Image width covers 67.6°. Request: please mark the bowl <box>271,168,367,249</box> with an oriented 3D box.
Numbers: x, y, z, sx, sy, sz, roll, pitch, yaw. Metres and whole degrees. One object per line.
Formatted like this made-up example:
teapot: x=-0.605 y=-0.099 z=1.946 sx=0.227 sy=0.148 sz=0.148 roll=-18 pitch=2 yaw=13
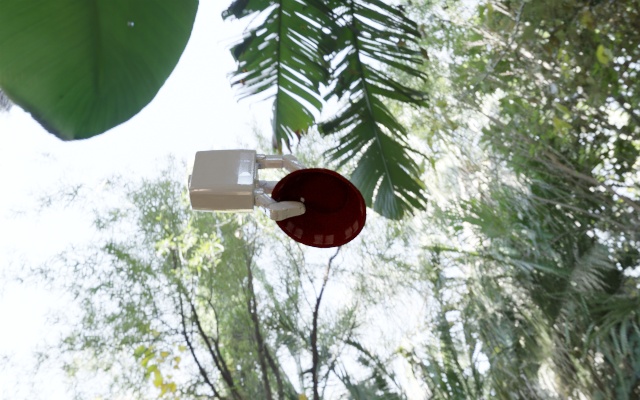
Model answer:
bowl: x=0.001 y=0.003 z=0.801 sx=0.162 sy=0.162 sz=0.055 roll=0 pitch=34 yaw=13
